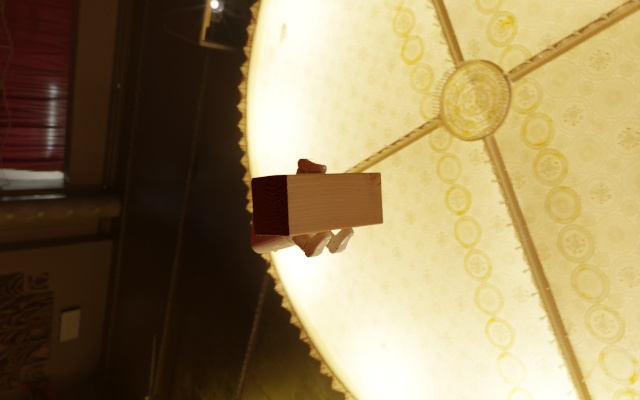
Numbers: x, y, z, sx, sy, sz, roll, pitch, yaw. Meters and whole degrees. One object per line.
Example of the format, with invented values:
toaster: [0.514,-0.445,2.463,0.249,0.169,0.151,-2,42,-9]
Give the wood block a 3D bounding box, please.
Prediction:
wood block: [0.000,0.002,0.771,0.206,0.091,0.090,-5,1,-43]
